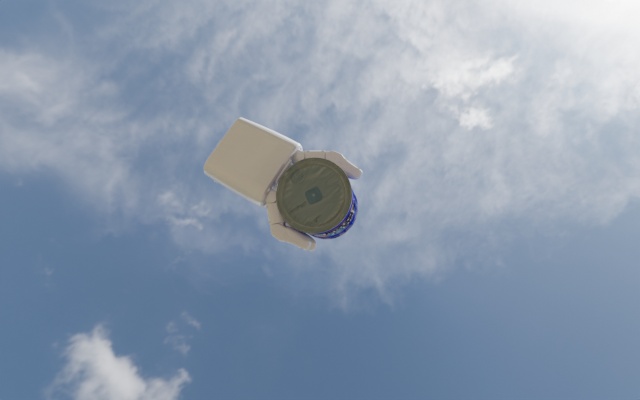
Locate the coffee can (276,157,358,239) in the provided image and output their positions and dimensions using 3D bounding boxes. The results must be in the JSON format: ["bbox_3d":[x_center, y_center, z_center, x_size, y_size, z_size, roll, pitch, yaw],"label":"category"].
[{"bbox_3d":[0.000,0.002,0.701,0.103,0.103,0.140,0,-8,8],"label":"coffee can"}]
